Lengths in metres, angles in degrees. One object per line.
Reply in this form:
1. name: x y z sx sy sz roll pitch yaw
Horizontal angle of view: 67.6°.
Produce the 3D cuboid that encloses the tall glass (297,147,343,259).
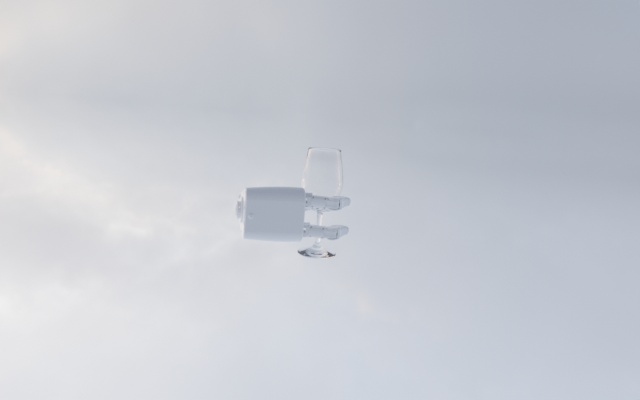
1. tall glass: 0.000 0.004 0.896 0.079 0.201 0.079 5 10 -1
